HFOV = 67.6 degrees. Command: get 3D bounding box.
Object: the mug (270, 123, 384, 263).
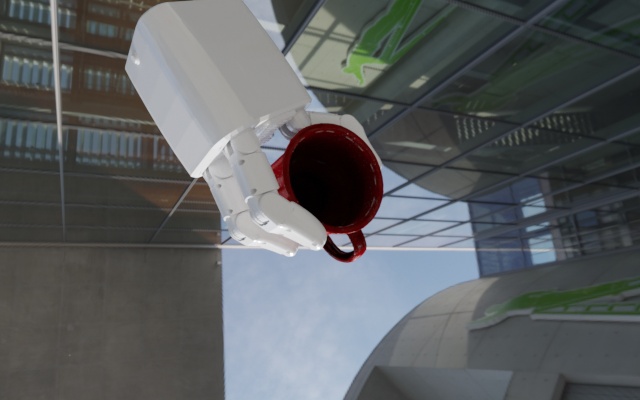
[{"bbox_3d":[0.001,0.003,0.416,0.093,0.117,0.081,-32,2,-32],"label":"mug"}]
